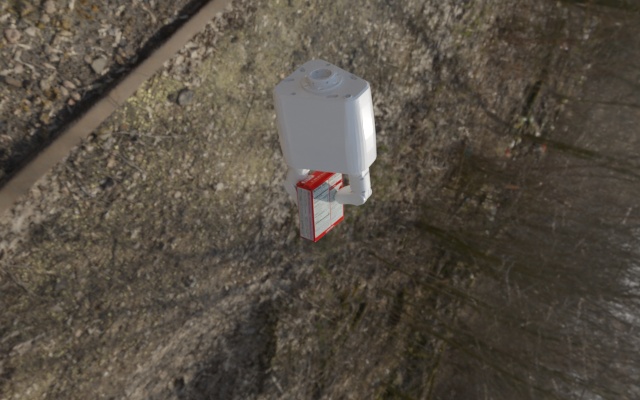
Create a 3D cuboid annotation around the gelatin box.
[{"bbox_3d":[0.001,0.003,0.671,0.030,0.089,0.073,18,37,32],"label":"gelatin box"}]
